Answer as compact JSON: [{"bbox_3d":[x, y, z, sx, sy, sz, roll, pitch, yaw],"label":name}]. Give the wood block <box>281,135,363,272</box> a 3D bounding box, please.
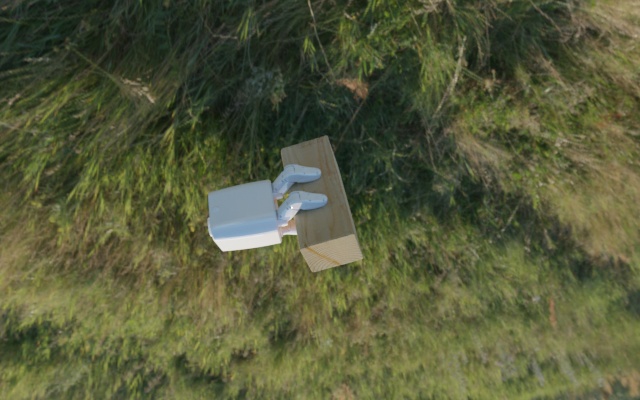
[{"bbox_3d":[0.000,0.003,0.812,0.090,0.206,0.091,-16,-35,4],"label":"wood block"}]
